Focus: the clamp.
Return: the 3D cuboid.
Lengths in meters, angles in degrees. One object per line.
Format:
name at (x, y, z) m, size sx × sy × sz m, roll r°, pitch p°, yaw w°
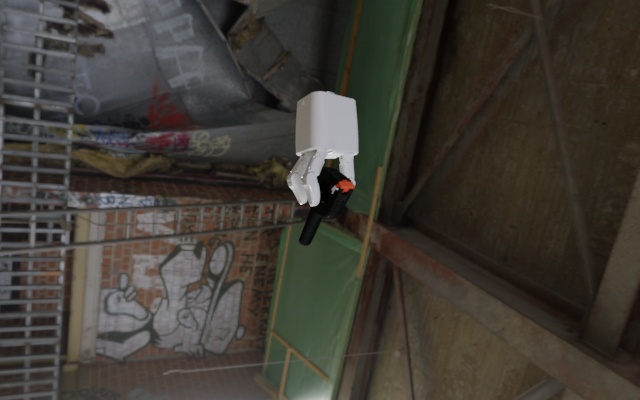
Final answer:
clamp at (0.001, 0.003, 0.888) m, size 0.036 × 0.164 × 0.210 m, roll -2°, pitch -3°, yaw -26°
